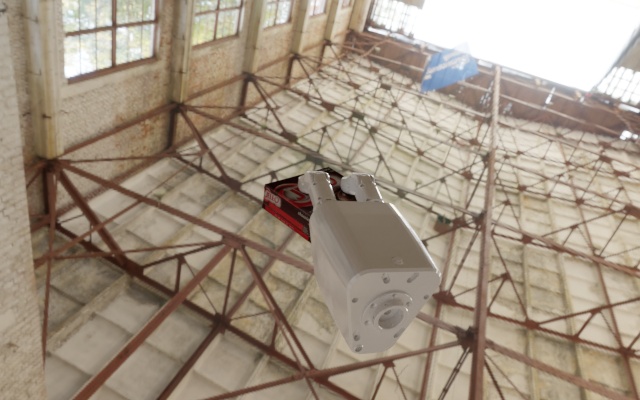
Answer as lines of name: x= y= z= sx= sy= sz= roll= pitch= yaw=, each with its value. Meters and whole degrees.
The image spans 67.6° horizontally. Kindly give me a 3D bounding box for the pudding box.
pudding box: x=0.000 y=0.002 z=0.577 sx=0.090 sy=0.039 sz=0.113 roll=34 pitch=33 yaw=33
